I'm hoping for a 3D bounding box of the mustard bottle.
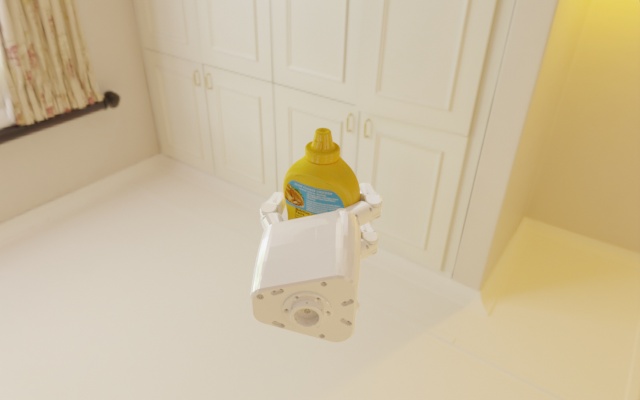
[{"bbox_3d":[0.000,0.002,0.589,0.096,0.192,0.058,17,36,22],"label":"mustard bottle"}]
